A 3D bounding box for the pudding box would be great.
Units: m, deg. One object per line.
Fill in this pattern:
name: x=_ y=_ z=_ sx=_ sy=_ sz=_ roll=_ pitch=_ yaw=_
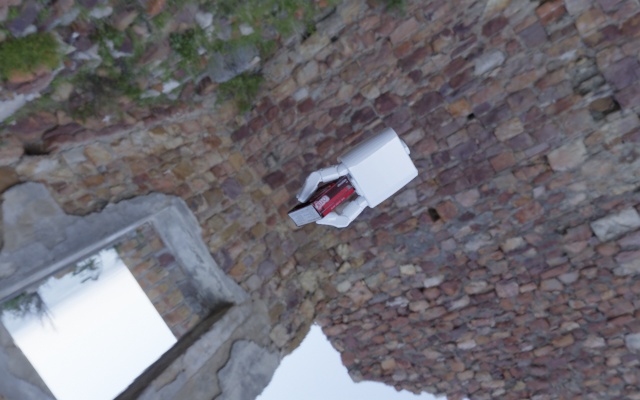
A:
pudding box: x=0.000 y=0.003 z=0.863 sx=0.090 sy=0.039 sz=0.113 roll=-39 pitch=6 yaw=-27
